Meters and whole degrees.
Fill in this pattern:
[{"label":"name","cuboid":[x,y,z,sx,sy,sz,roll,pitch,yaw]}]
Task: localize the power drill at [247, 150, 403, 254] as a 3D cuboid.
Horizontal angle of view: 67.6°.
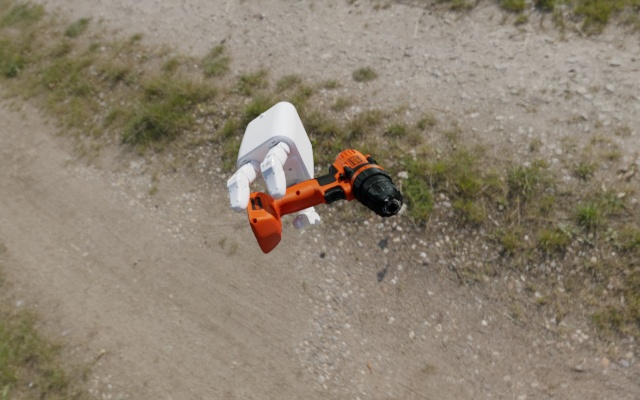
[{"label":"power drill","cuboid":[0.000,0.002,0.625,0.187,0.057,0.184,-21,23,-5]}]
